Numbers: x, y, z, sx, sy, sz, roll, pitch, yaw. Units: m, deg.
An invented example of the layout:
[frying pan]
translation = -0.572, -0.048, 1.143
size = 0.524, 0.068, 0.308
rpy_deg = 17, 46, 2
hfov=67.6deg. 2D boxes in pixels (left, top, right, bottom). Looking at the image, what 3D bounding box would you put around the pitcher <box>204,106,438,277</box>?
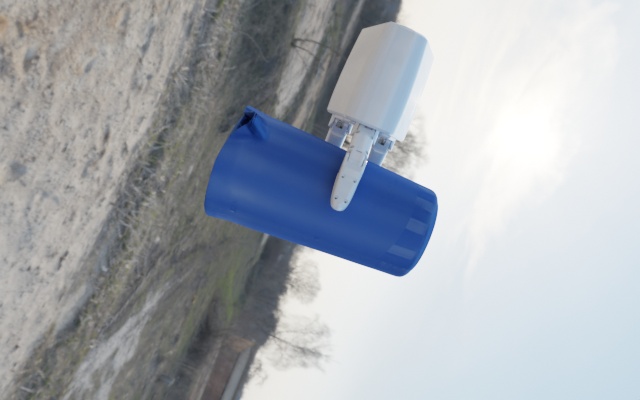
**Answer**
[pitcher]
translation = 0.000, 0.002, 0.554
size = 0.243, 0.145, 0.149
rpy_deg = 22, 7, 0
